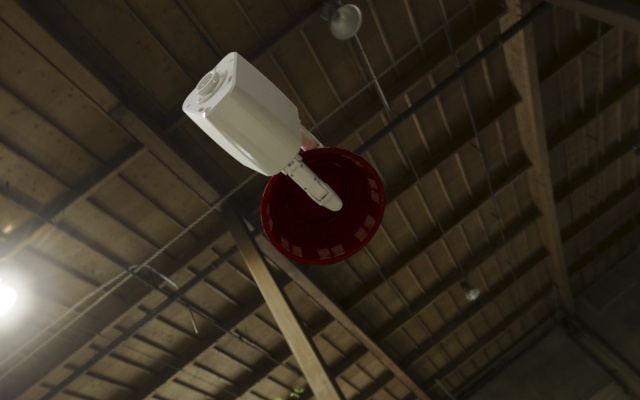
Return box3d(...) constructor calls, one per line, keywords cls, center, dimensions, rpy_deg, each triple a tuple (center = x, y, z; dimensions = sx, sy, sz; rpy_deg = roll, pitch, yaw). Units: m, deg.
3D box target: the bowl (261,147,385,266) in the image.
box3d(cls="bowl", center=(0.001, 0.003, 0.629), dimensions=(0.162, 0.162, 0.055), rpy_deg=(0, 21, -12))
